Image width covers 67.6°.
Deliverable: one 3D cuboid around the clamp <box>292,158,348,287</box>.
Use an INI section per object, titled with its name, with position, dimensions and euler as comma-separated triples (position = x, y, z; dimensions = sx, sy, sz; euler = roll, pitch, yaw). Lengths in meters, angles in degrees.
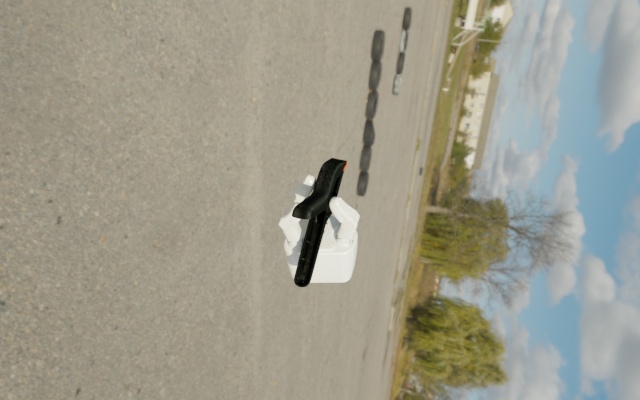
[clamp]
position = 0.001, 0.002, 0.703
dimensions = 0.036, 0.209, 0.165
euler = 14, -35, 10
